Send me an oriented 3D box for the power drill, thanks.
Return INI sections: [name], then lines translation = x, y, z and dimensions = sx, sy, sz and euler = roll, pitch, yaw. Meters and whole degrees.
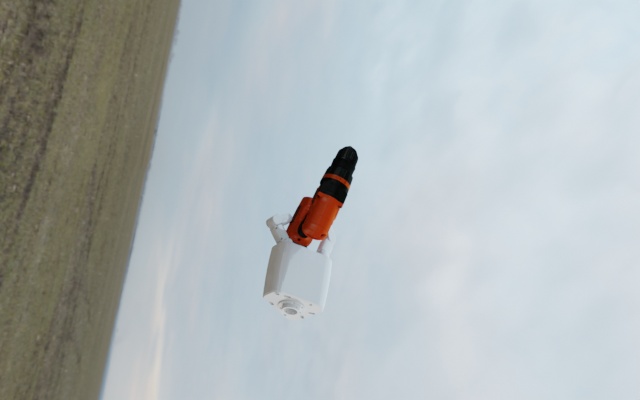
[power drill]
translation = 0.000, 0.003, 0.887
dimensions = 0.057, 0.184, 0.188
euler = 29, -24, -5
